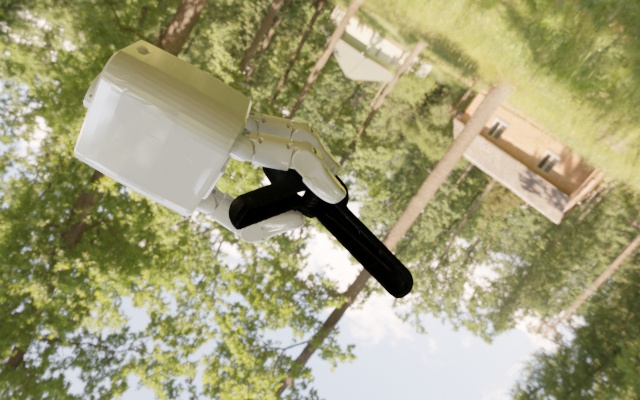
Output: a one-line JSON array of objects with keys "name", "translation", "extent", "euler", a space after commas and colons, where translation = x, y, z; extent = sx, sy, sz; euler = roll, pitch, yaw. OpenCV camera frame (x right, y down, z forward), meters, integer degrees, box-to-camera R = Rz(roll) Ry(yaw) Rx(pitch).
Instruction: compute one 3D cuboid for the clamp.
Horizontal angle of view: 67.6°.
[{"name": "clamp", "translation": [-0.001, 0.002, 0.441], "extent": [0.164, 0.036, 0.210], "euler": [30, 20, -17]}]
